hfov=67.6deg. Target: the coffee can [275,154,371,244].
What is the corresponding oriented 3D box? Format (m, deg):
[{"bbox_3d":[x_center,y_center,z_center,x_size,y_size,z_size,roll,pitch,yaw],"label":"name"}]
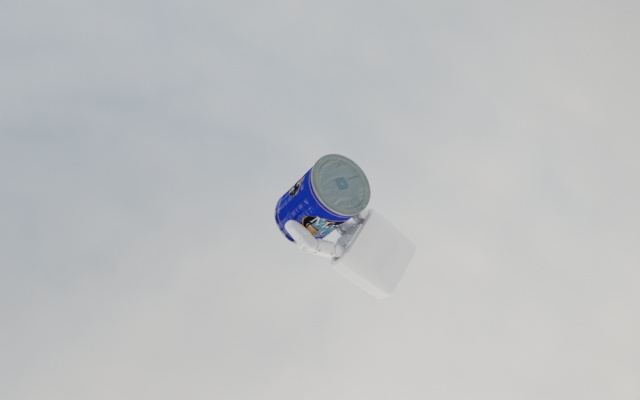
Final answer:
[{"bbox_3d":[0.000,0.002,0.775,0.103,0.102,0.140,0,-24,-32],"label":"coffee can"}]
